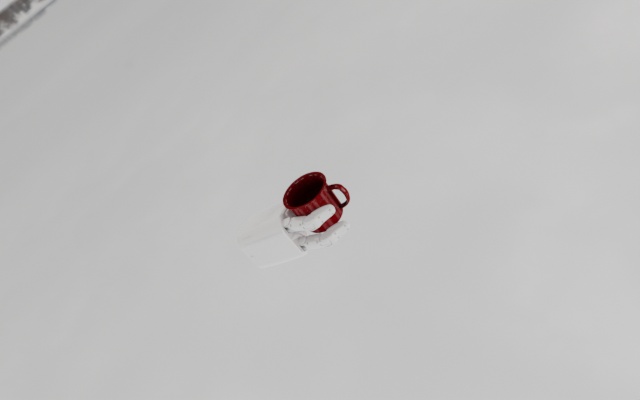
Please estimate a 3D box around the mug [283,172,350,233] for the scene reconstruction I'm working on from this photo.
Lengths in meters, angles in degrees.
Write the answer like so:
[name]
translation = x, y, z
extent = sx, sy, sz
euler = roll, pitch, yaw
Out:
[mug]
translation = 0.001, 0.003, 0.887
extent = 0.117, 0.093, 0.081
euler = -21, -52, 23
